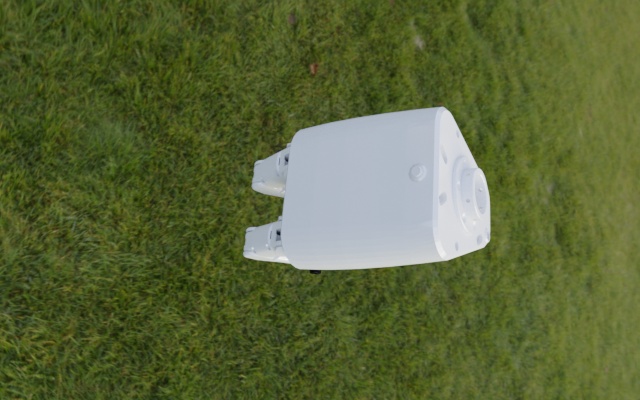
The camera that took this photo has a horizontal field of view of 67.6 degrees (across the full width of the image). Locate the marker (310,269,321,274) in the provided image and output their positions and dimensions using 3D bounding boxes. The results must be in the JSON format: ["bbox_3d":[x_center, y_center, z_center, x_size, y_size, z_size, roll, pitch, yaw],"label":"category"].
[{"bbox_3d":[0.000,0.001,0.403,0.020,0.121,0.020,4,-15,1],"label":"marker"}]
